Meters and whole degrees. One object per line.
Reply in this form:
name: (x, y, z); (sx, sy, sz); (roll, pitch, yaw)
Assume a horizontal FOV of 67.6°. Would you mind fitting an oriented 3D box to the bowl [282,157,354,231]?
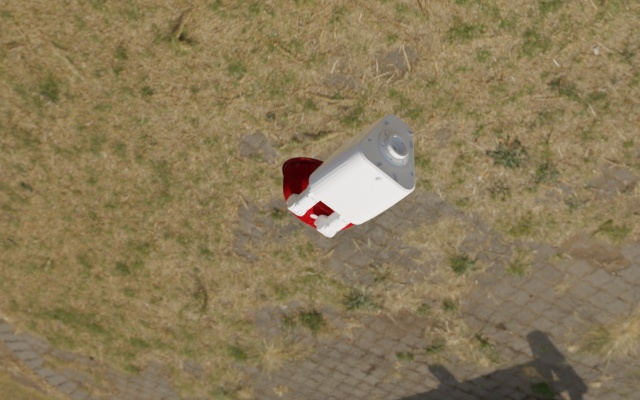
bowl: (0.000, 0.003, 0.756); (0.162, 0.055, 0.162); (23, -24, 11)
